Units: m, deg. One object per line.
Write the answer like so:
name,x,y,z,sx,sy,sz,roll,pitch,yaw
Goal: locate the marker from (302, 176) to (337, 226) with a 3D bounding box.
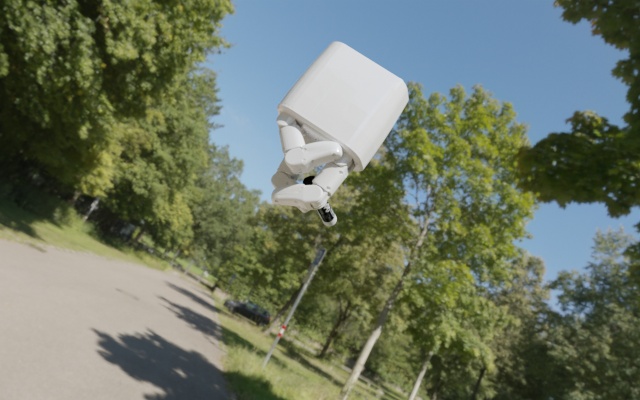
marker,0.000,0.002,0.577,0.020,0.020,0.121,0,-23,13
